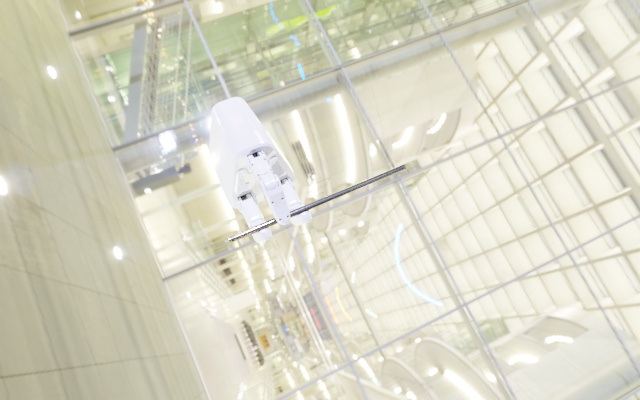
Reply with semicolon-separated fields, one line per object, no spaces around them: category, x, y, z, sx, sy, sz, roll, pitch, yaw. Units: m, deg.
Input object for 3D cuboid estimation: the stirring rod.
stirring rod;0.000;0.002;0.592;0.239;0.011;0.011;-23;5;-12
